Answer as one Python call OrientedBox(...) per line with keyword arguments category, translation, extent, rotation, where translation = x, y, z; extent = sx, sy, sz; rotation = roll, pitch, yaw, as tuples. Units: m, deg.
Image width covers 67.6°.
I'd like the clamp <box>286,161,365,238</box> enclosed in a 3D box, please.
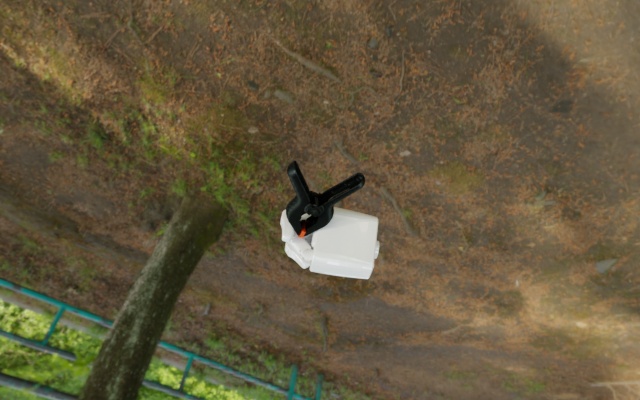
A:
OrientedBox(category="clamp", translation=(0.000, 0.003, 0.768), extent=(0.120, 0.039, 0.172), rotation=(8, -37, -4))
